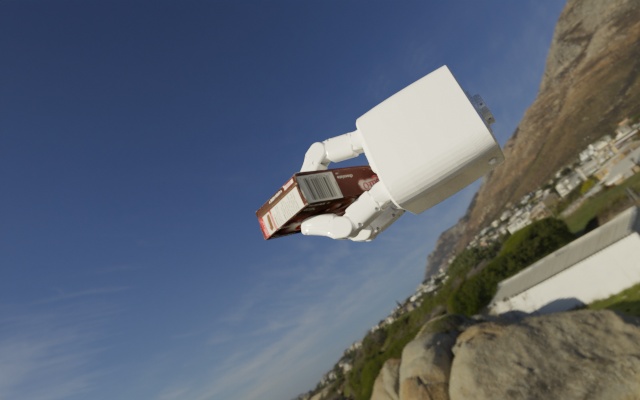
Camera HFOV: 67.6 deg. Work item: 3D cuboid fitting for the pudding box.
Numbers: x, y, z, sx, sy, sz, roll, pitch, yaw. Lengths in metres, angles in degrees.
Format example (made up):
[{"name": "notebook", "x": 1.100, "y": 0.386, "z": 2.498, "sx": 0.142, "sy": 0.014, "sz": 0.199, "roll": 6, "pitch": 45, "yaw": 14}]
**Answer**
[{"name": "pudding box", "x": 0.000, "y": 0.002, "z": 0.516, "sx": 0.113, "sy": 0.039, "sz": 0.090, "roll": -7, "pitch": -23, "yaw": -39}]
